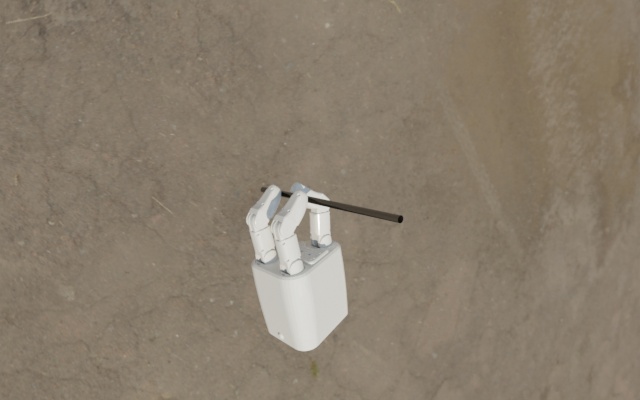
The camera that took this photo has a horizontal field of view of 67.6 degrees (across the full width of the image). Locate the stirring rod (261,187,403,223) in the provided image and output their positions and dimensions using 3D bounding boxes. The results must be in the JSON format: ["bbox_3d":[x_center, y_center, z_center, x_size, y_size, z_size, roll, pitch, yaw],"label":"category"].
[{"bbox_3d":[0.000,0.002,0.552,0.011,0.011,0.239,0,8,-40],"label":"stirring rod"}]
